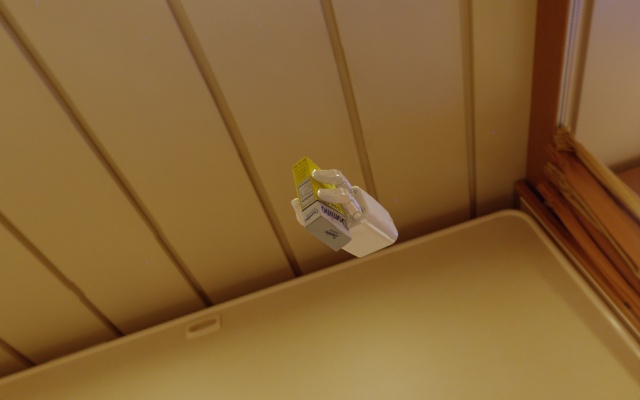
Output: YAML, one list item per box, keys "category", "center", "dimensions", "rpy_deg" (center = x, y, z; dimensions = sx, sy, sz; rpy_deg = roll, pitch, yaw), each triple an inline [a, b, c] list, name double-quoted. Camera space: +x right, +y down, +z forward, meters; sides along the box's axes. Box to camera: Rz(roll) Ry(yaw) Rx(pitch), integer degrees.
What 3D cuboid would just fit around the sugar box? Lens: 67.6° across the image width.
- category: "sugar box"
  center: [0.001, 0.003, 0.893]
  dimensions: [0.048, 0.176, 0.093]
  rpy_deg: [-38, -51, 17]
